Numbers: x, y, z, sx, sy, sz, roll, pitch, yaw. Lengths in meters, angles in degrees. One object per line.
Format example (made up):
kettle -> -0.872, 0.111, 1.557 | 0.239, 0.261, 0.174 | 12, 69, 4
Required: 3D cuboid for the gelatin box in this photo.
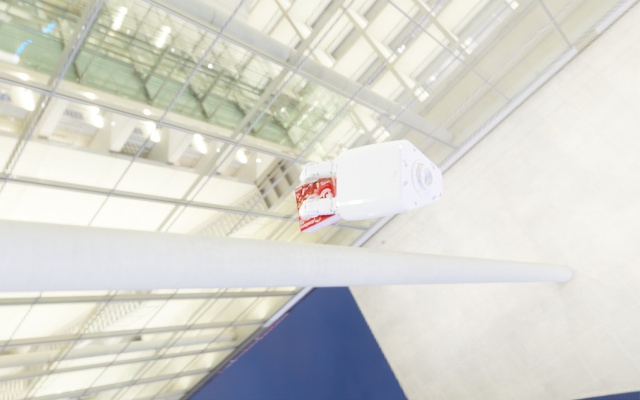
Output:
gelatin box -> 0.000, 0.003, 0.743 | 0.030, 0.073, 0.089 | 8, -26, -42
